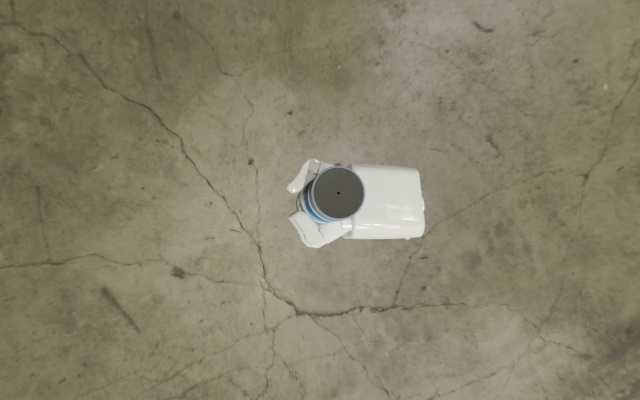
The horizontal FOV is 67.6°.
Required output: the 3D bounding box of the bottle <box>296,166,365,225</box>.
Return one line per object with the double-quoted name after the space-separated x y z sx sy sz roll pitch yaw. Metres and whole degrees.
0.000 0.002 0.717 0.069 0.069 0.296 0 -4 -9 "bottle"
